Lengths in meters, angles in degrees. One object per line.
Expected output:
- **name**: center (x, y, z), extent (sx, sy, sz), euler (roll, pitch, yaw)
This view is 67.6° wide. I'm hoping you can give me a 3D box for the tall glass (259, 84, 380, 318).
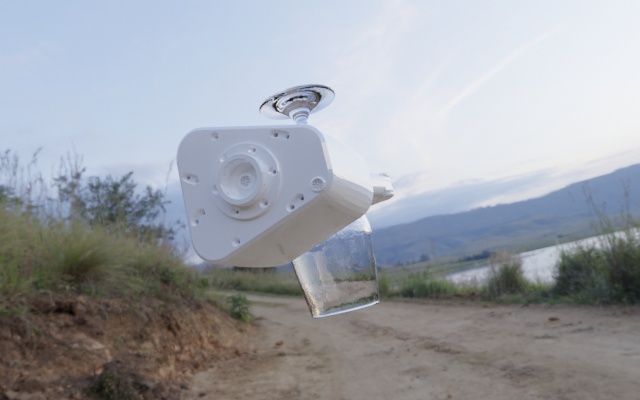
- **tall glass**: center (0.000, 0.001, 0.439), extent (0.079, 0.201, 0.079), euler (-13, -10, -2)
